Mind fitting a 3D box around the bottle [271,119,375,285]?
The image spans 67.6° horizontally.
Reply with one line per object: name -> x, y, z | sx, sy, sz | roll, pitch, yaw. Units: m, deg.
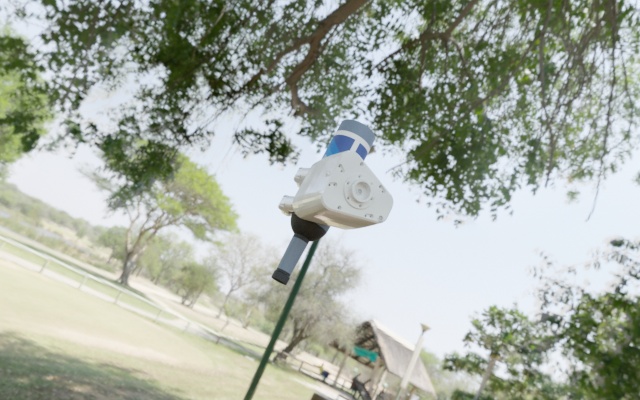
bottle -> 0.000, 0.002, 0.793 | 0.069, 0.295, 0.069 | 25, -17, 8
